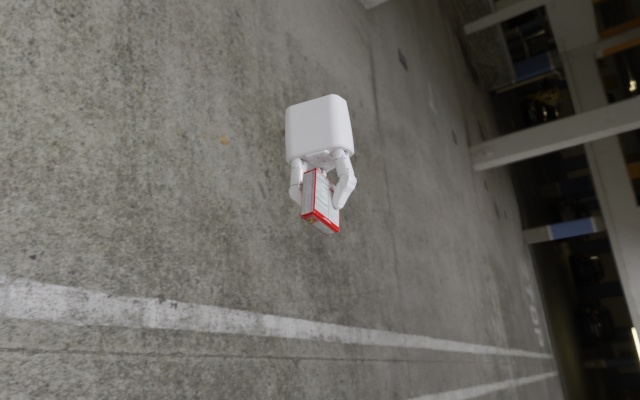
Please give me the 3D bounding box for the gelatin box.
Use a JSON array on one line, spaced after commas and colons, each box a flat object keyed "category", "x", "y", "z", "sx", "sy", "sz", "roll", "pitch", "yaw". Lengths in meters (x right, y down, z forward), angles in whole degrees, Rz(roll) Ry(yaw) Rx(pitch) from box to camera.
[{"category": "gelatin box", "x": 0.001, "y": 0.003, "z": 0.786, "sx": 0.030, "sy": 0.089, "sz": 0.073, "roll": -19, "pitch": -38, "yaw": 28}]
